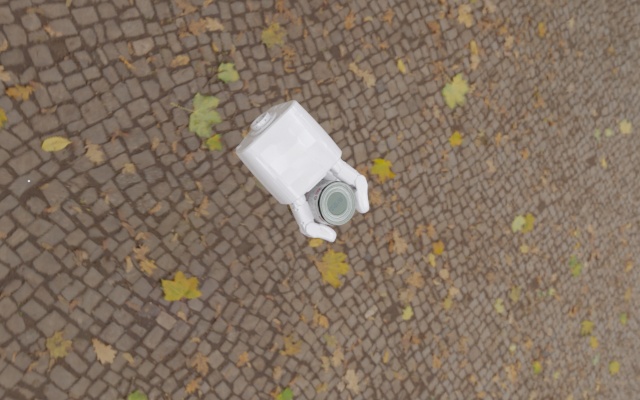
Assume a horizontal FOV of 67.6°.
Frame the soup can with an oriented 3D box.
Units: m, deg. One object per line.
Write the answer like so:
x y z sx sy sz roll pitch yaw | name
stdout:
0.001 0.003 0.746 0.068 0.068 0.102 0 2 -31 | soup can
